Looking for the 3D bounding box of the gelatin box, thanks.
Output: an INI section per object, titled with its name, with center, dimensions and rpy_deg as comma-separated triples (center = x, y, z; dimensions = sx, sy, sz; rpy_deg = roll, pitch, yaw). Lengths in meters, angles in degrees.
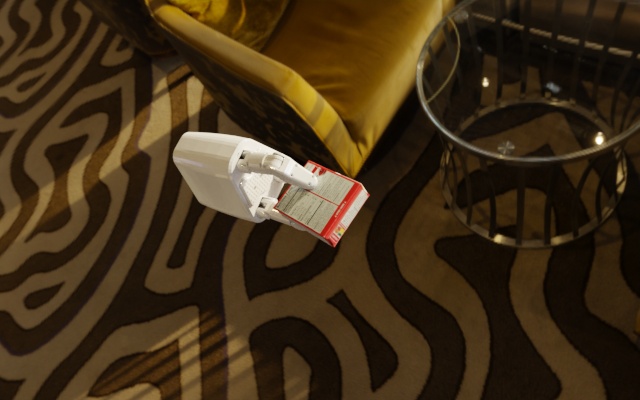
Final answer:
[gelatin box]
center = 0.000, 0.002, 0.551
dimensions = 0.089, 0.073, 0.030
rpy_deg = 27, -13, 39
